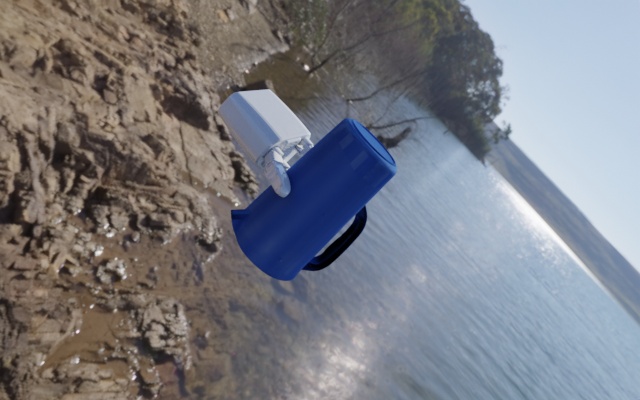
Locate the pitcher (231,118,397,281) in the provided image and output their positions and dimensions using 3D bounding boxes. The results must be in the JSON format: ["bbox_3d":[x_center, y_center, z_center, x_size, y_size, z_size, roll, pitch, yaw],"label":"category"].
[{"bbox_3d":[0.000,0.002,0.715,0.243,0.145,0.149,-43,-14,17],"label":"pitcher"}]
